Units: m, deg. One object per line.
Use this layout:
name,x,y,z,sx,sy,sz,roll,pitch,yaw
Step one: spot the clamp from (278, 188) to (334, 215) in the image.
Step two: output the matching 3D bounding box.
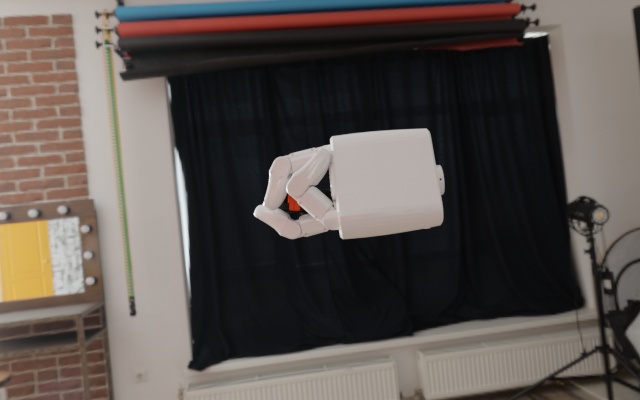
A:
clamp,0.000,0.001,0.606,0.120,0.039,0.171,-6,-1,4
